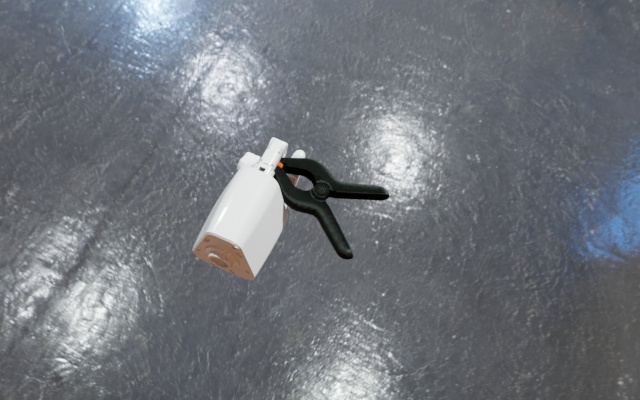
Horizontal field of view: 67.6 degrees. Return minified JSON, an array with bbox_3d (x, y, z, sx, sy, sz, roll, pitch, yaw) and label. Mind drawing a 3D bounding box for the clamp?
[{"bbox_3d":[0.000,0.002,0.655,0.171,0.120,0.039,24,-31,2],"label":"clamp"}]
